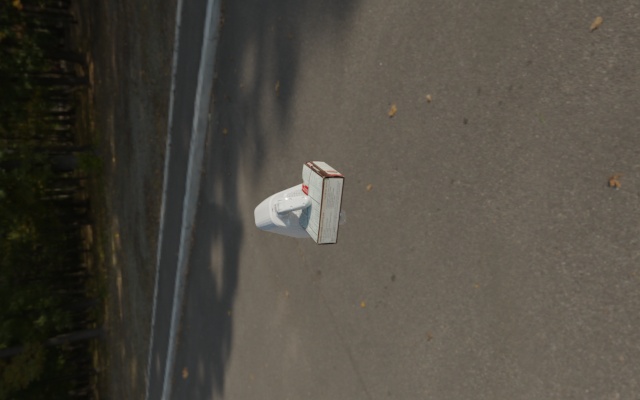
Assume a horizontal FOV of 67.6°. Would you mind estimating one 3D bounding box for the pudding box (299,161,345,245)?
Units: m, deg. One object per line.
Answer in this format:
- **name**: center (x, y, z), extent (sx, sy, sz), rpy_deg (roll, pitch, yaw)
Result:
- **pudding box**: center (0.000, 0.002, 0.759), extent (0.039, 0.113, 0.090), rpy_deg (-4, 21, -22)
